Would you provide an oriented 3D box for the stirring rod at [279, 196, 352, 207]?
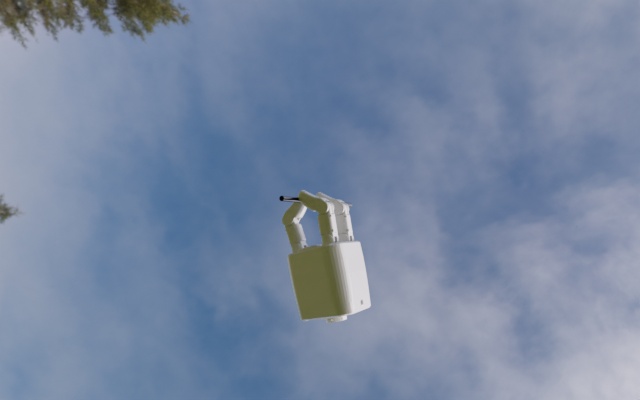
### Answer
[{"bbox_3d":[0.000,0.003,0.801,0.011,0.011,0.239,0,-3,28],"label":"stirring rod"}]
